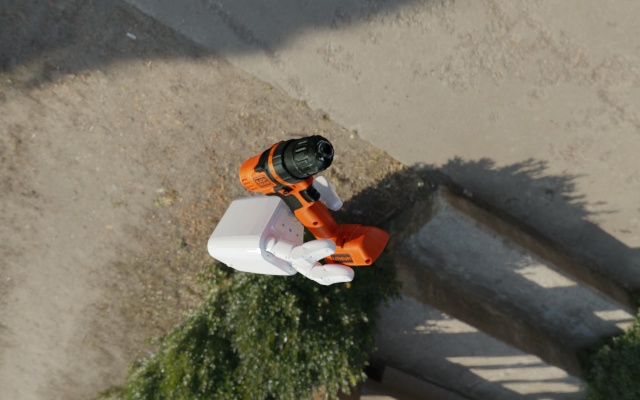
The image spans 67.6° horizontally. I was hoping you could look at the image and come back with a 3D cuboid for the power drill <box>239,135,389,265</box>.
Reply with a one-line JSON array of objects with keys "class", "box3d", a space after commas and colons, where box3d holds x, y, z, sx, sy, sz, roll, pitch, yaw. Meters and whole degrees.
[{"class": "power drill", "box3d": [0.000, 0.002, 0.597, 0.188, 0.057, 0.184, 48, -27, -20]}]
